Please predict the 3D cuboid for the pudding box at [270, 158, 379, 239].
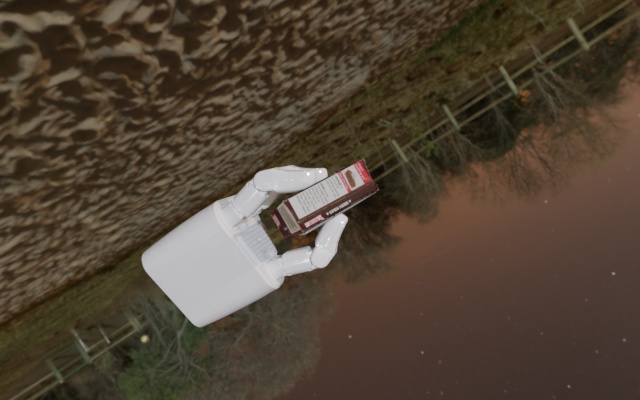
[{"bbox_3d":[0.000,0.002,0.495,0.090,0.039,0.113,-30,1,-14],"label":"pudding box"}]
